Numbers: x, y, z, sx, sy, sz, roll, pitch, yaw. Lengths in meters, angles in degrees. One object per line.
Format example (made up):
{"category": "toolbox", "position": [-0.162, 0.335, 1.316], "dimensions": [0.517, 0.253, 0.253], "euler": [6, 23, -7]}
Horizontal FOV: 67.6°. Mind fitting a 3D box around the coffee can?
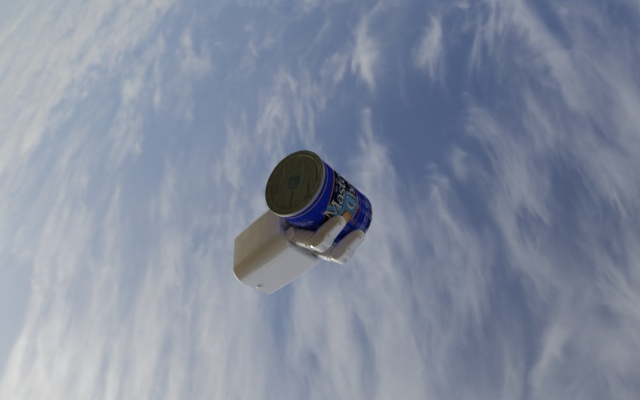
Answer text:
{"category": "coffee can", "position": [0.000, 0.002, 0.720], "dimensions": [0.103, 0.102, 0.140], "euler": [0, -24, 38]}
